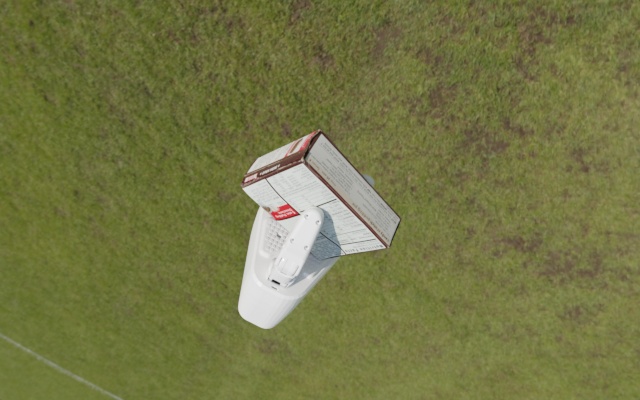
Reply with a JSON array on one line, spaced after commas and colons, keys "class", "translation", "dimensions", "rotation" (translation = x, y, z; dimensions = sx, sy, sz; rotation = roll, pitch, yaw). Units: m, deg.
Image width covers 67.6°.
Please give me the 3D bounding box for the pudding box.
[{"class": "pudding box", "translation": [0.000, 0.001, 0.410], "dimensions": [0.090, 0.039, 0.113], "rotation": [-18, -53, 45]}]
